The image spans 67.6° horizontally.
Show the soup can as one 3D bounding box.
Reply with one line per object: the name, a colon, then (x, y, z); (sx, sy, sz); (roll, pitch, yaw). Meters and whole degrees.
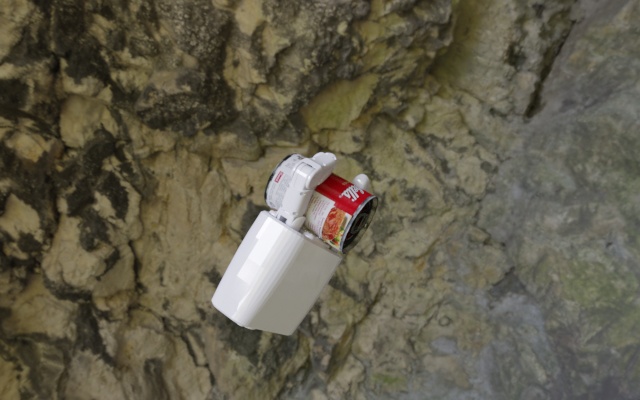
soup can: (0.000, 0.001, 0.505); (0.102, 0.068, 0.068); (31, 11, 20)
